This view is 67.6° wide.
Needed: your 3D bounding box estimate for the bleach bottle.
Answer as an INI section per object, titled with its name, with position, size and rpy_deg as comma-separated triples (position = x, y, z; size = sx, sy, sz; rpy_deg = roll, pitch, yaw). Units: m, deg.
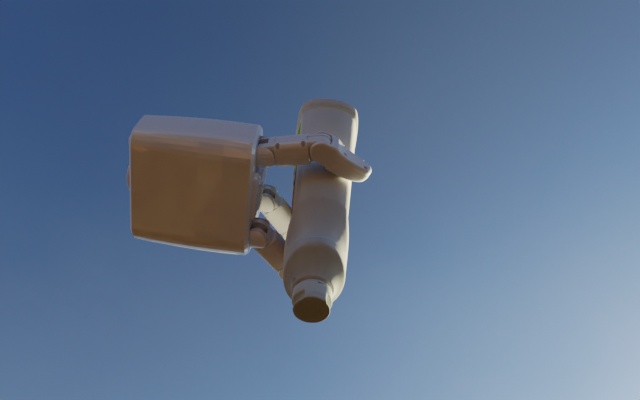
[bleach bottle]
position = 0.000, 0.002, 0.450
size = 0.068, 0.103, 0.250
rpy_deg = 6, 36, -1
